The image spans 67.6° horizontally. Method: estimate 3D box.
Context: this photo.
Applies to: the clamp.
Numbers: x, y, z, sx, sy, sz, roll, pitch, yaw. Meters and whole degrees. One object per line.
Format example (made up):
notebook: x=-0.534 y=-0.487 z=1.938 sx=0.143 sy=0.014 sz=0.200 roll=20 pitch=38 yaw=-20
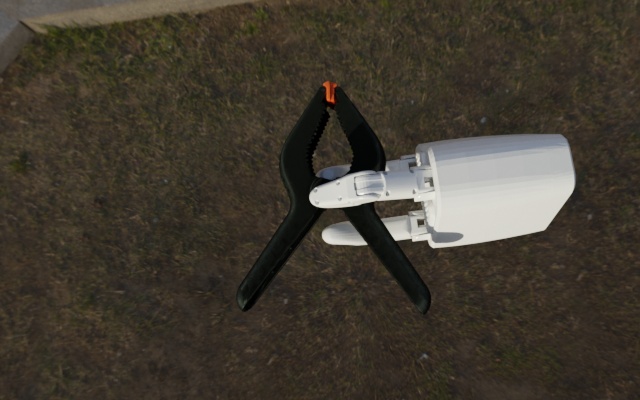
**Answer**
clamp: x=0.000 y=0.001 z=0.419 sx=0.164 sy=0.210 sz=0.036 roll=-8 pitch=-11 yaw=6
